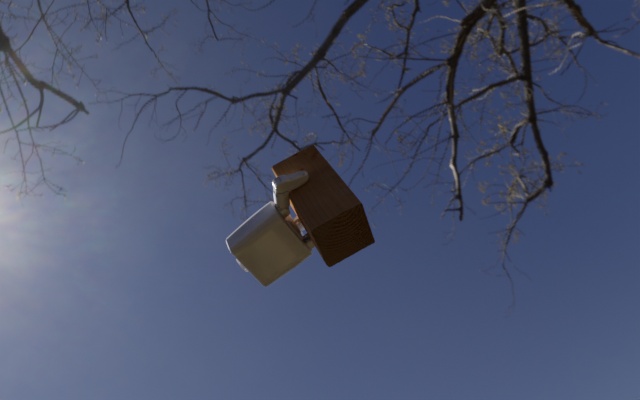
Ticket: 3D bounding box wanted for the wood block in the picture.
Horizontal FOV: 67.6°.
[{"bbox_3d":[0.000,0.003,0.814,0.090,0.091,0.206,-28,39,-6],"label":"wood block"}]
